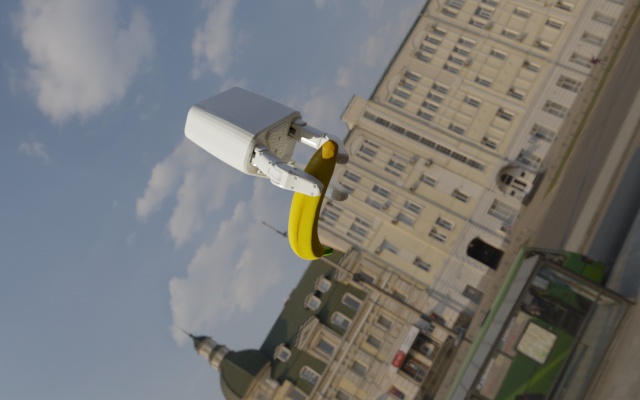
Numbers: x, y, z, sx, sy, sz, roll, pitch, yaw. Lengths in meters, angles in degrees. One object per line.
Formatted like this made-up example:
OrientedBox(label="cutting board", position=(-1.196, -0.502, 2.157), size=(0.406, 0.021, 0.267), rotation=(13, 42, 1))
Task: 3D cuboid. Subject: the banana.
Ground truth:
OrientedBox(label="banana", position=(-0.011, 0.015, 0.600), size=(0.037, 0.198, 0.069), rotation=(28, 49, 23))
